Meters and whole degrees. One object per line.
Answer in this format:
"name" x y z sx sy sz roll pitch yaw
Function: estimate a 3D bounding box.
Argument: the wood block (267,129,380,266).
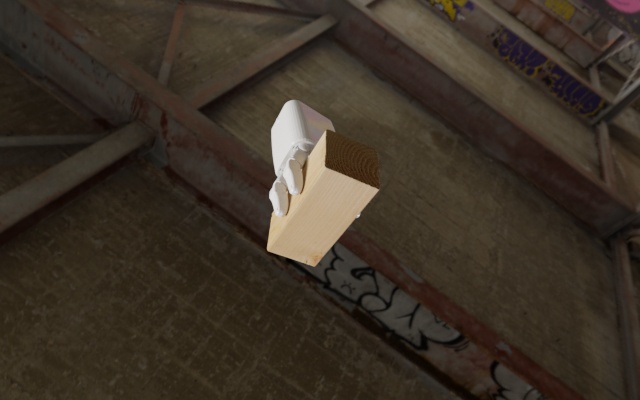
"wood block" 0.000 0.002 0.752 0.091 0.090 0.206 20 -47 -17
